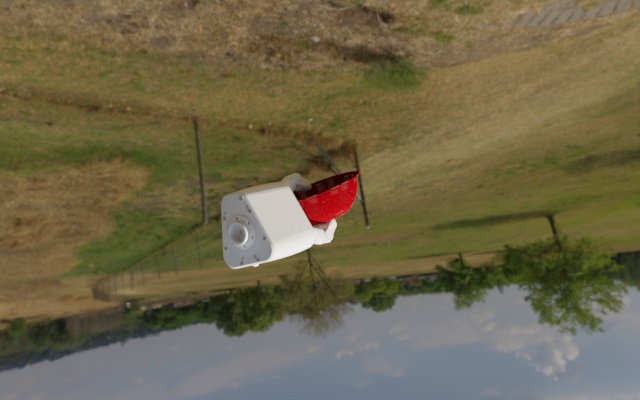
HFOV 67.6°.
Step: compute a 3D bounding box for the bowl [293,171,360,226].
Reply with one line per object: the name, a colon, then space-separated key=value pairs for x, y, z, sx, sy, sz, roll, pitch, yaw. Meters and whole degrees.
bowl: x=0.001 y=0.003 z=0.820 sx=0.162 sy=0.055 sz=0.162 roll=-21 pitch=9 yaw=4
